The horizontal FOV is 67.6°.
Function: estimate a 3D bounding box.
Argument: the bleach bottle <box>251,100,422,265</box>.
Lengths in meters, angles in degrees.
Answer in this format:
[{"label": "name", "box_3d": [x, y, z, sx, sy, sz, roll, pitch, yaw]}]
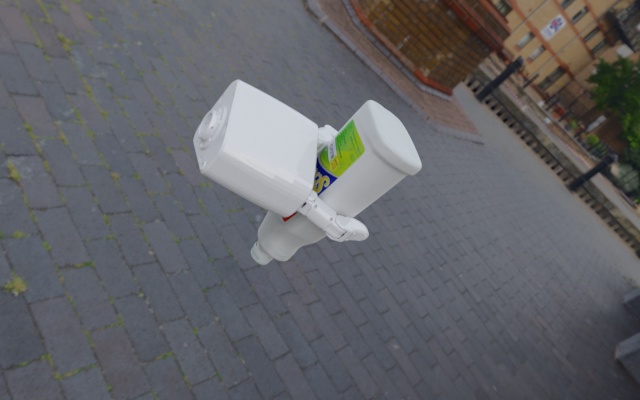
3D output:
[{"label": "bleach bottle", "box_3d": [0.000, 0.002, 0.570, 0.068, 0.102, 0.251, 28, -58, -31]}]
